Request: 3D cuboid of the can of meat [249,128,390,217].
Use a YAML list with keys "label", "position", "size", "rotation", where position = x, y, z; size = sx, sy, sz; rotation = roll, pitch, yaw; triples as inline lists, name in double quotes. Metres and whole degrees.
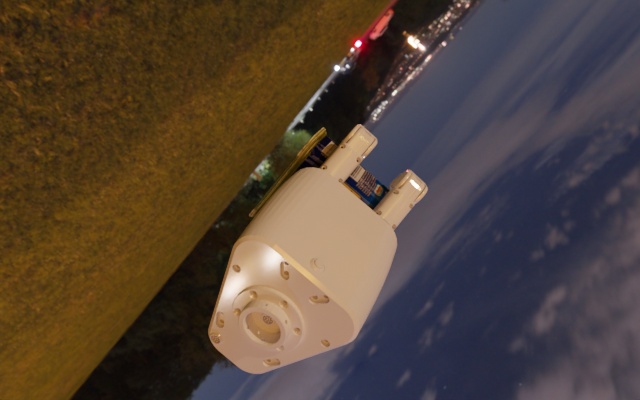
- label: "can of meat"
  position: [0.000, 0.002, 0.428]
  size: [0.084, 0.102, 0.057]
  rotation: [41, 27, -2]
